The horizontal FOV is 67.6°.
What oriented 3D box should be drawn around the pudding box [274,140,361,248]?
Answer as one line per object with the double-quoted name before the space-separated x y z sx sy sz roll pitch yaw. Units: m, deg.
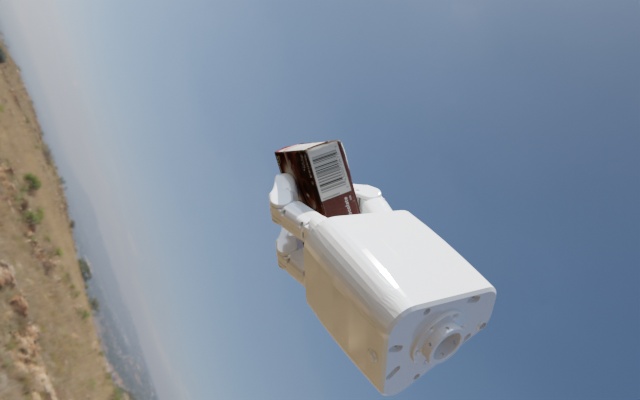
"pudding box" 0.000 0.001 0.452 0.039 0.113 0.090 -18 11 -21
